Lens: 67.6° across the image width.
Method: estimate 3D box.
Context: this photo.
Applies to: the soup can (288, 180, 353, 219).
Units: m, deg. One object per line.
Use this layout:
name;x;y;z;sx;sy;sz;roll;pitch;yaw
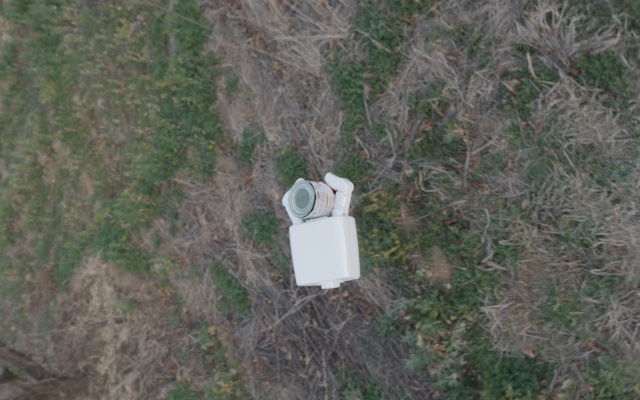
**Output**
soup can;0.000;0.002;0.853;0.068;0.068;0.102;0;-6;43
